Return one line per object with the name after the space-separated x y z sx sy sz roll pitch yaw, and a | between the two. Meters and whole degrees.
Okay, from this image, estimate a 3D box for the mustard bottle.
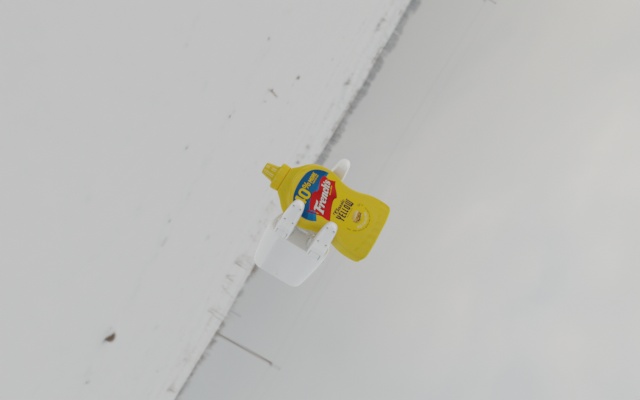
0.000 0.002 0.697 0.191 0.096 0.058 32 -19 -2 | mustard bottle
